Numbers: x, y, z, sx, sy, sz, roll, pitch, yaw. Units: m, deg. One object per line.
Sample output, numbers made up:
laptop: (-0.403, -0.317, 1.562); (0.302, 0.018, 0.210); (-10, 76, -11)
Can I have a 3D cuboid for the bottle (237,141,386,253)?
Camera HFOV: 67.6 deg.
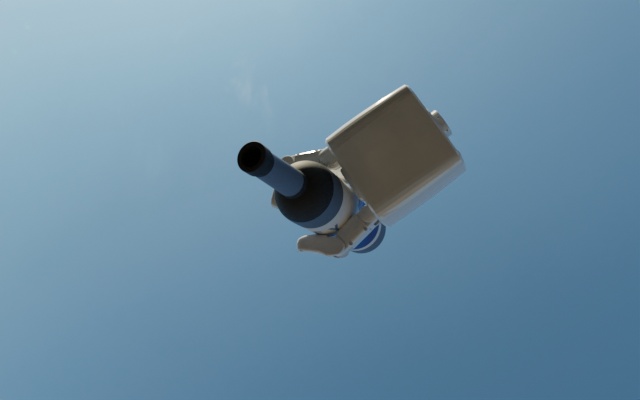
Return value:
bottle: (0.000, 0.002, 0.521); (0.069, 0.069, 0.296); (0, -15, 24)
